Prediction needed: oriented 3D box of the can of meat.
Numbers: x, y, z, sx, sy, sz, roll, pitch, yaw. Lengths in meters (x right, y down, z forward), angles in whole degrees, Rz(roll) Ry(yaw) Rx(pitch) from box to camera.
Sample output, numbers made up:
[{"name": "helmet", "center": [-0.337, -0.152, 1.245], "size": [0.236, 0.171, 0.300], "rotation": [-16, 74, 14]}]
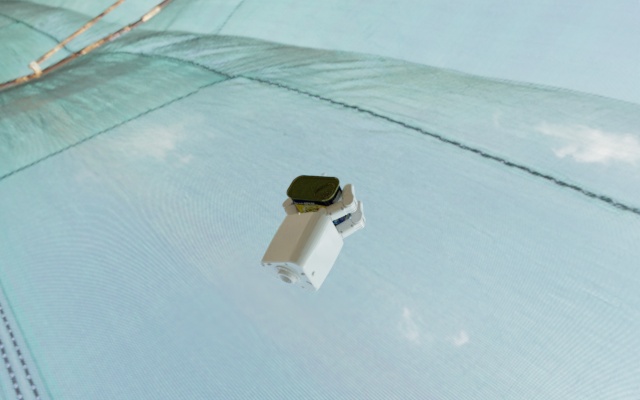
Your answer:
[{"name": "can of meat", "center": [0.000, 0.003, 0.888], "size": [0.102, 0.057, 0.084], "rotation": [5, -39, 32]}]
